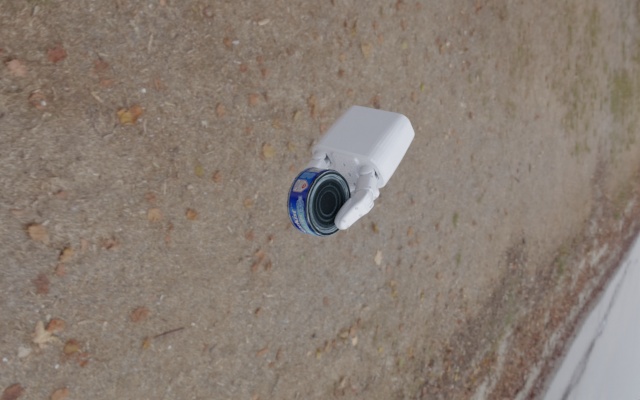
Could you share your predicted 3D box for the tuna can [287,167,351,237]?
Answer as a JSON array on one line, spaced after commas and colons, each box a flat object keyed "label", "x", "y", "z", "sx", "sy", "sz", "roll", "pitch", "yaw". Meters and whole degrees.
[{"label": "tuna can", "x": 0.000, "y": 0.002, "z": 0.601, "sx": 0.034, "sy": 0.086, "sz": 0.086, "roll": 10, "pitch": 6, "yaw": 42}]
